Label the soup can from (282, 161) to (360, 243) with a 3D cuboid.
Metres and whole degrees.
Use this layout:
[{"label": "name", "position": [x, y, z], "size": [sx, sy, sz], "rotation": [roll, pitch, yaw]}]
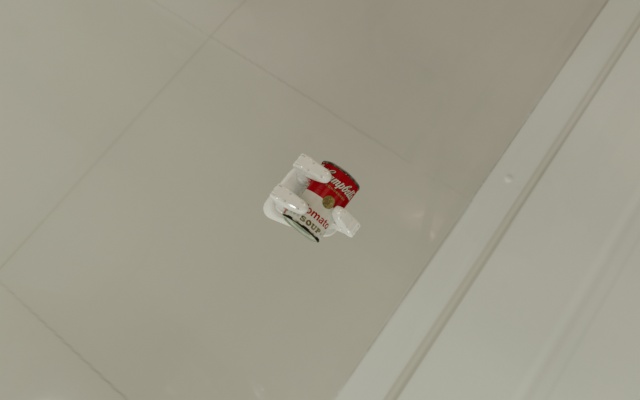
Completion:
[{"label": "soup can", "position": [0.000, 0.003, 0.690], "size": [0.068, 0.102, 0.068], "rotation": [36, -12, 9]}]
